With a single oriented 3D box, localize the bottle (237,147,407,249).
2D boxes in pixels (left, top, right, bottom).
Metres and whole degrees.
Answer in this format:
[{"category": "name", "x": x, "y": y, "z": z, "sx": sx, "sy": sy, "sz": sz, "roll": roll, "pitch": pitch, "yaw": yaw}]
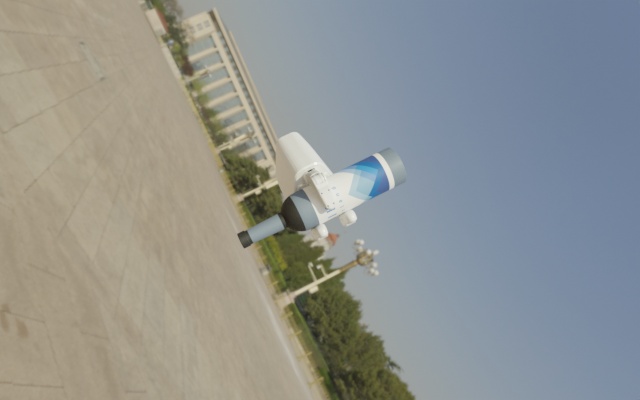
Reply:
[{"category": "bottle", "x": 0.000, "y": 0.003, "z": 0.800, "sx": 0.295, "sy": 0.069, "sz": 0.069, "roll": -26, "pitch": 4, "yaw": -8}]
